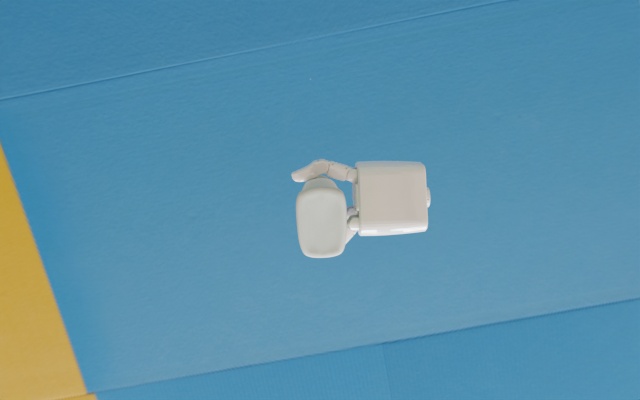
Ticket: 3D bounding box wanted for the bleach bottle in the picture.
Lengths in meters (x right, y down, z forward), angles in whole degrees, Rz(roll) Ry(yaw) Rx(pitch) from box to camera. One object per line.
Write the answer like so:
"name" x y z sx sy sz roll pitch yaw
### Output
"bleach bottle" 0.000 0.003 0.753 0.068 0.102 0.250 -2 14 0
